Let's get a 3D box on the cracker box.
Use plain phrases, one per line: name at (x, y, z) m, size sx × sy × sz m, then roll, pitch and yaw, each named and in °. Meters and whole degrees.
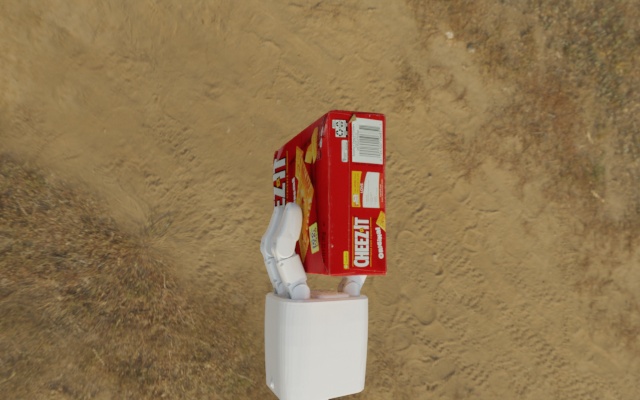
cracker box at (0.000, 0.002, 0.560) m, size 0.072 × 0.164 × 0.214 m, roll 2°, pitch -6°, yaw -20°
